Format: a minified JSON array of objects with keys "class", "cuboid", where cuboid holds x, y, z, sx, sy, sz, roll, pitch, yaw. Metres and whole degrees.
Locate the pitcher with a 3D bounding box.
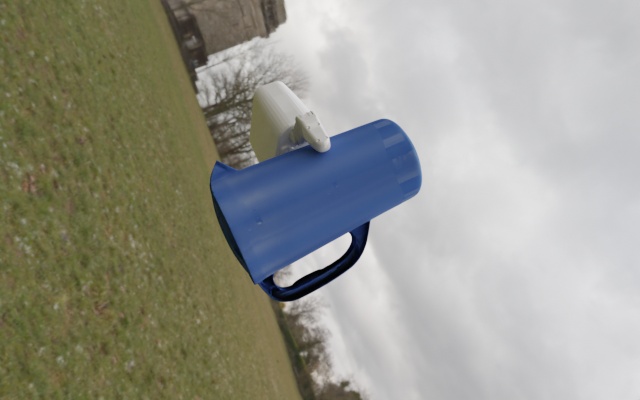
[{"class":"pitcher","cuboid":[0.000,0.002,0.582,0.243,0.145,0.149,-24,-39,-12]}]
